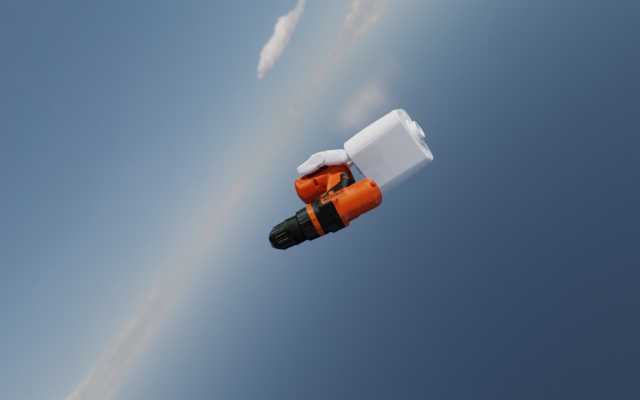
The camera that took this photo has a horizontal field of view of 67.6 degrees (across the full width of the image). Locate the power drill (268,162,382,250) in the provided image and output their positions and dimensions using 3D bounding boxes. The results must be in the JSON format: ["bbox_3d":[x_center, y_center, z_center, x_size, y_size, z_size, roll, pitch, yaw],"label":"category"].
[{"bbox_3d":[0.000,0.002,0.784,0.184,0.057,0.187,-25,21,3],"label":"power drill"}]
